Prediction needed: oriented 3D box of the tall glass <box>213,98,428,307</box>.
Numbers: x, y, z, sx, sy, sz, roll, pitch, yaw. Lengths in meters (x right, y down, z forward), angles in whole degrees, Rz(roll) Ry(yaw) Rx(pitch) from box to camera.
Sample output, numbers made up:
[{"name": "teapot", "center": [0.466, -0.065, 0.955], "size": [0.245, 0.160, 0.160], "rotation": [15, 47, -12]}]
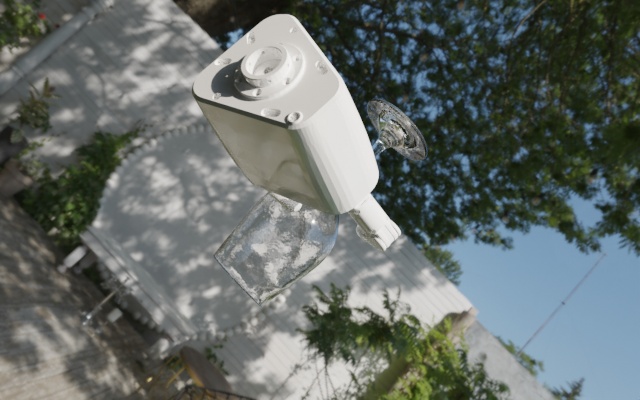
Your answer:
[{"name": "tall glass", "center": [0.001, 0.001, 0.427], "size": [0.201, 0.079, 0.079], "rotation": [-44, 9, -10]}]
